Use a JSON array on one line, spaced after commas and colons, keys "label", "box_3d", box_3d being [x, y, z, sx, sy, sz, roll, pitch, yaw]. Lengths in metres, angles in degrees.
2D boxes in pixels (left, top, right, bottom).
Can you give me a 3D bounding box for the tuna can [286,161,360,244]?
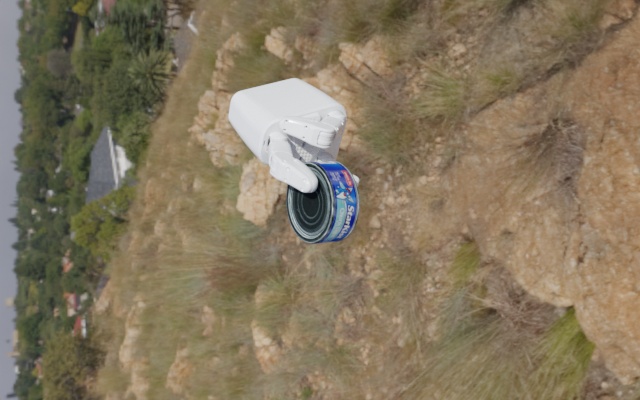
[{"label": "tuna can", "box_3d": [0.000, 0.002, 0.494, 0.034, 0.086, 0.086, -3, 2, -37]}]
